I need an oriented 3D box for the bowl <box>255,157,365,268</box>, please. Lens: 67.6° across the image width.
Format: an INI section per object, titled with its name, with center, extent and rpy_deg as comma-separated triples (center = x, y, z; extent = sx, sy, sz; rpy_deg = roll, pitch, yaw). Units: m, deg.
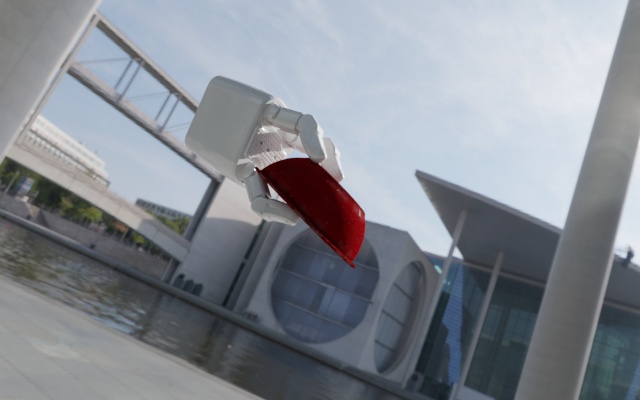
[bowl]
center = 0.001, 0.002, 0.547
extent = 0.055, 0.162, 0.162
rpy_deg = -44, 1, -1
